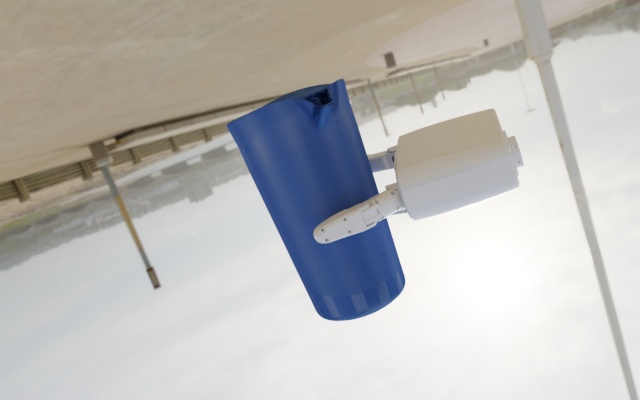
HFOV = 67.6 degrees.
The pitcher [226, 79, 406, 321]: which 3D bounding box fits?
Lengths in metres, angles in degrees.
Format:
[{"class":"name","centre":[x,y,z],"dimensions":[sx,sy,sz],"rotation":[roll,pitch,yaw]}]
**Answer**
[{"class":"pitcher","centre":[0.000,0.002,0.531],"dimensions":[0.145,0.243,0.149],"rotation":[-18,9,19]}]
